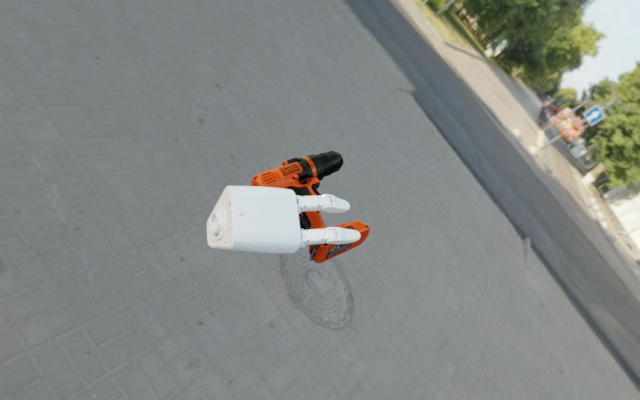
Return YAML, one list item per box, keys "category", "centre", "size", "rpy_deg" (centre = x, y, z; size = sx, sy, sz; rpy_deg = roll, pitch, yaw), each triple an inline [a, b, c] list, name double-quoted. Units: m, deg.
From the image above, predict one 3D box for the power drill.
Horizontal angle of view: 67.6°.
- category: "power drill"
  centre: [0.000, 0.003, 0.814]
  size: [0.184, 0.187, 0.057]
  rpy_deg: [-23, -28, -28]
